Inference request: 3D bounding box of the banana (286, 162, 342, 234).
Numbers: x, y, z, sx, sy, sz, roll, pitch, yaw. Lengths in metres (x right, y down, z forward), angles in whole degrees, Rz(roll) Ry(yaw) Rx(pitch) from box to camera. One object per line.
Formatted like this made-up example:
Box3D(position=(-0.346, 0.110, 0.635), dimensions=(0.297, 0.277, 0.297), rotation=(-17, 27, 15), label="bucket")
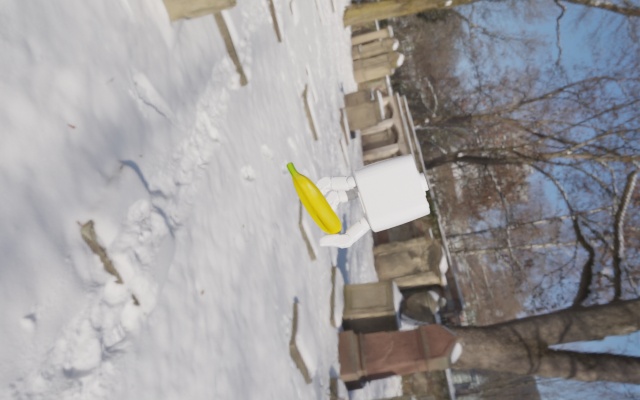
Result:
Box3D(position=(0.002, 0.014, 0.827), dimensions=(0.037, 0.069, 0.198), rotation=(-23, -44, 10), label="banana")
